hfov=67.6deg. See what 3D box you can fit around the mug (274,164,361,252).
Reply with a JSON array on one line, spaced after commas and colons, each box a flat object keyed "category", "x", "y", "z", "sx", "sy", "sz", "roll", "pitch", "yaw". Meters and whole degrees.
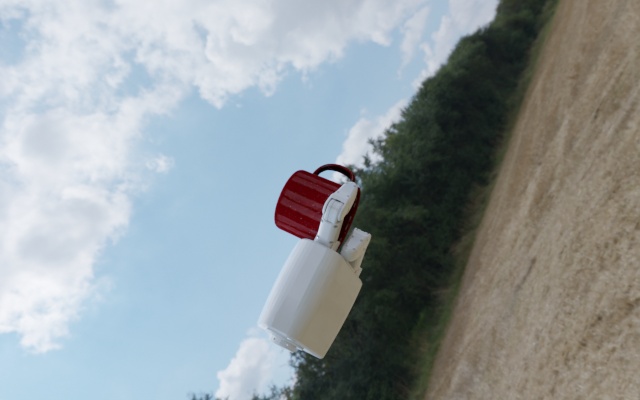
[{"category": "mug", "x": 0.001, "y": 0.001, "z": 0.602, "sx": 0.081, "sy": 0.117, "sz": 0.093, "roll": 23, "pitch": -21, "yaw": 14}]
